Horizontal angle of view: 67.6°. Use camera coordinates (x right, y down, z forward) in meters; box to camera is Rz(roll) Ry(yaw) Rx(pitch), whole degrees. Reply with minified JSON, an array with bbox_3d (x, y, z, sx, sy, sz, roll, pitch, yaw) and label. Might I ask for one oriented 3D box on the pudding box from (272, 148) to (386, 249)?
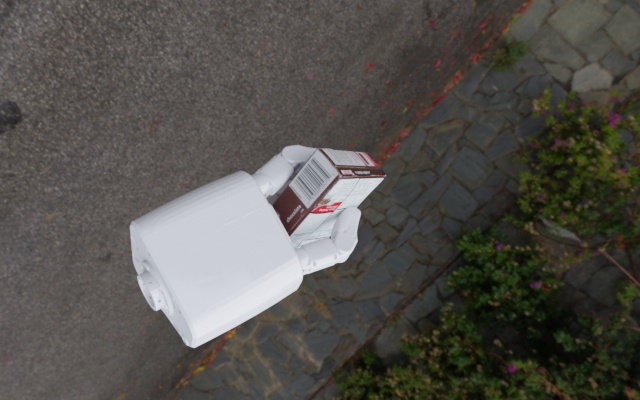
[{"bbox_3d":[0.000,0.002,0.472,0.113,0.039,0.090,-48,-22,27],"label":"pudding box"}]
